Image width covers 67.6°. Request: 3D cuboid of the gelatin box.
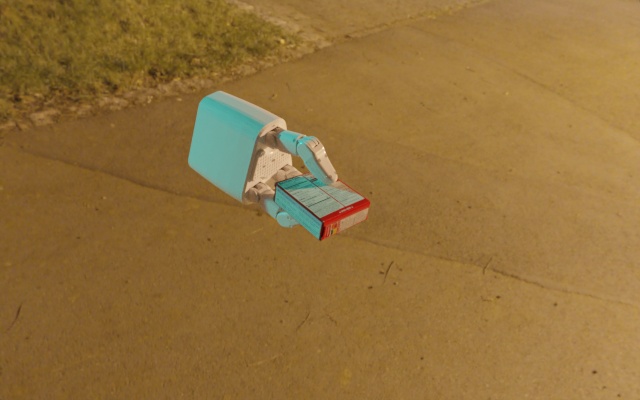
[{"bbox_3d":[0.000,0.002,0.548,0.073,0.030,0.089,-22,44,-37],"label":"gelatin box"}]
